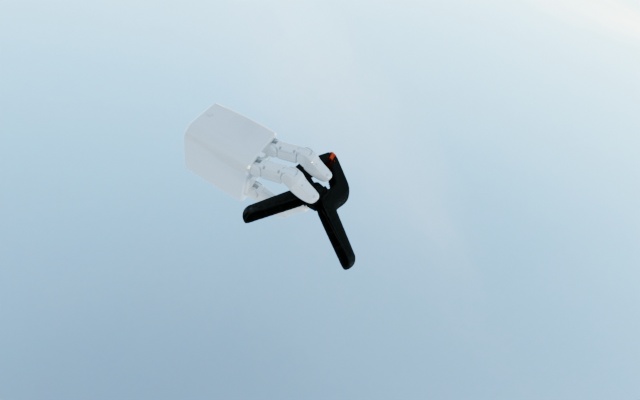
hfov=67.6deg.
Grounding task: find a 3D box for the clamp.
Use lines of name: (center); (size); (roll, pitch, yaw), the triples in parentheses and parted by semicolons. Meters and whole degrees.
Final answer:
clamp: (0.000, 0.002, 0.706); (0.164, 0.036, 0.210); (31, 42, 0)
